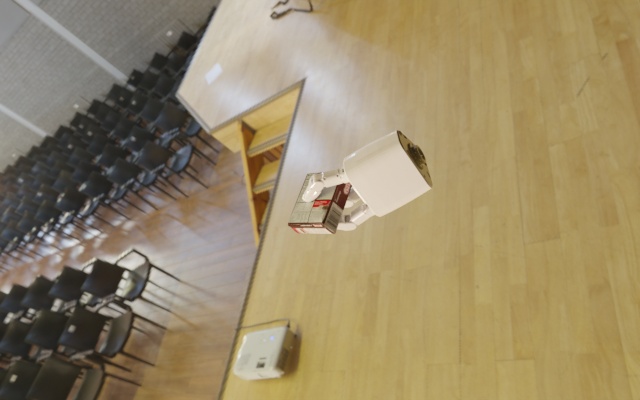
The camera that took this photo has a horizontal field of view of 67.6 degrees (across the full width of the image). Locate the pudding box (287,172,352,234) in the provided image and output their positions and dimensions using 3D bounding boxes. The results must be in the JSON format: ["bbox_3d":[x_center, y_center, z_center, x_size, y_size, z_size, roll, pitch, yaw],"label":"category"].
[{"bbox_3d":[0.000,0.003,0.847,0.090,0.113,0.039,-3,-35,43],"label":"pudding box"}]
